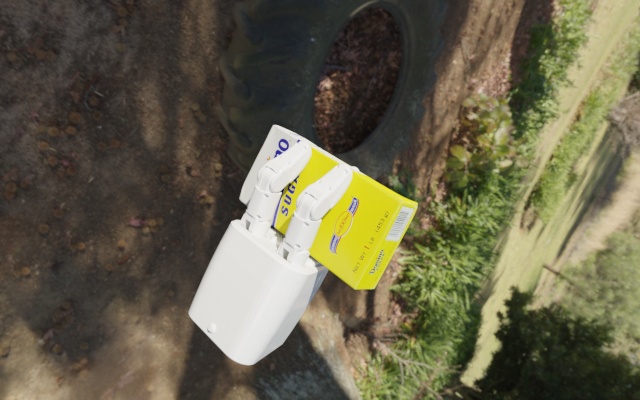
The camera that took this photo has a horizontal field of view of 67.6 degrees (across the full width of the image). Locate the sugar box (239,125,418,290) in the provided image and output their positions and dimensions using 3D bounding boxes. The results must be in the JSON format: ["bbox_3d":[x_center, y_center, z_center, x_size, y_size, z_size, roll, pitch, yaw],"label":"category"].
[{"bbox_3d":[0.000,0.002,0.476,0.176,0.093,0.048,33,10,31],"label":"sugar box"}]
